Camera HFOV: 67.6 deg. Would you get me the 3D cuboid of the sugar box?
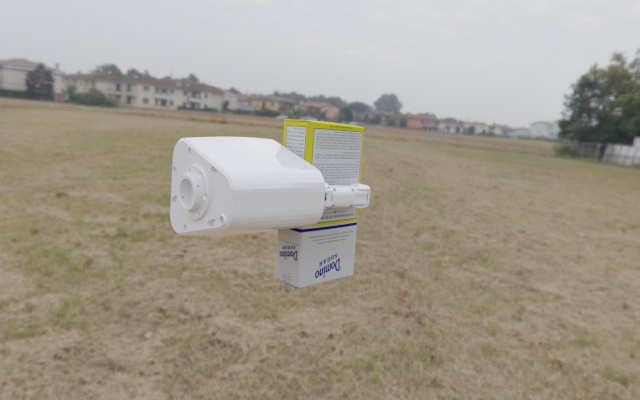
[{"bbox_3d":[0.000,0.002,0.533,0.093,0.176,0.048,-3,13,-45],"label":"sugar box"}]
